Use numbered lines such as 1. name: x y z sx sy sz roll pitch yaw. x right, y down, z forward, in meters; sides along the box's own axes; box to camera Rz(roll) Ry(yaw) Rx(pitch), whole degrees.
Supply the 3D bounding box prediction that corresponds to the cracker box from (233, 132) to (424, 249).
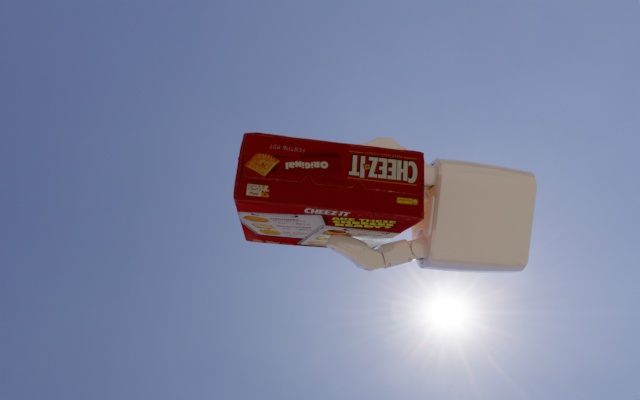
1. cracker box: 0.000 0.002 0.508 0.164 0.072 0.214 5 -14 -5
